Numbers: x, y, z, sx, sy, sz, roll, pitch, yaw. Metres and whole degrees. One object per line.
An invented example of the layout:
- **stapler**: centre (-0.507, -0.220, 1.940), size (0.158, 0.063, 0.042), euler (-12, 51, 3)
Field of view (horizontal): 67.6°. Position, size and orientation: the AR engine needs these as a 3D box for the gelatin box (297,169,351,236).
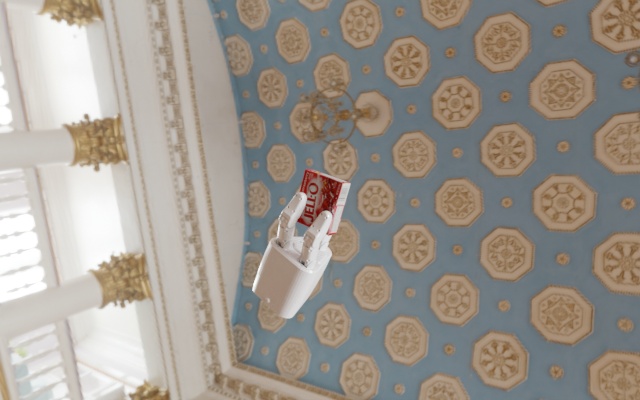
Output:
- **gelatin box**: centre (0.000, 0.002, 0.764), size (0.073, 0.089, 0.030), euler (22, 13, 29)
